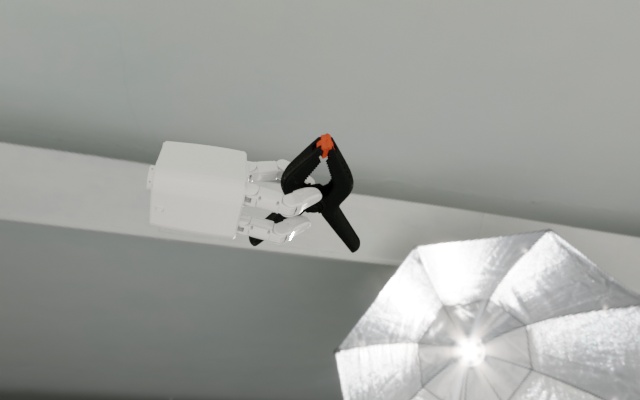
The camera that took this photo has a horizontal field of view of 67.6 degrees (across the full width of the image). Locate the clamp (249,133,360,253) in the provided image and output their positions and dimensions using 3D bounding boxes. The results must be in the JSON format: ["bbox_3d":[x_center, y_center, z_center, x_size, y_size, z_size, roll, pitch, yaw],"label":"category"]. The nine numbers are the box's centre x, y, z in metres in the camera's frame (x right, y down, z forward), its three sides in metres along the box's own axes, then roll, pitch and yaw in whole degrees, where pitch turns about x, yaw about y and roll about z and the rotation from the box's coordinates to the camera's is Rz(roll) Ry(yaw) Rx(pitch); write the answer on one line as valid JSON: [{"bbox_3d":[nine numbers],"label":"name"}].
[{"bbox_3d":[0.000,0.001,0.649,0.164,0.036,0.210,9,-46,-14],"label":"clamp"}]
